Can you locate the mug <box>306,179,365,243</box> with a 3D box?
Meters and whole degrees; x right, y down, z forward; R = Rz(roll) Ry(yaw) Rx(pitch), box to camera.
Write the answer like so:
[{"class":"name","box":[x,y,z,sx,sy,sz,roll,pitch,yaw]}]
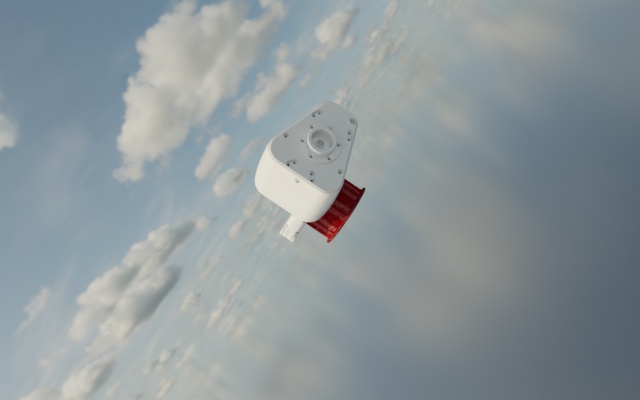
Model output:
[{"class":"mug","box":[0.000,0.002,0.675,0.081,0.093,0.117,34,-24,-2]}]
